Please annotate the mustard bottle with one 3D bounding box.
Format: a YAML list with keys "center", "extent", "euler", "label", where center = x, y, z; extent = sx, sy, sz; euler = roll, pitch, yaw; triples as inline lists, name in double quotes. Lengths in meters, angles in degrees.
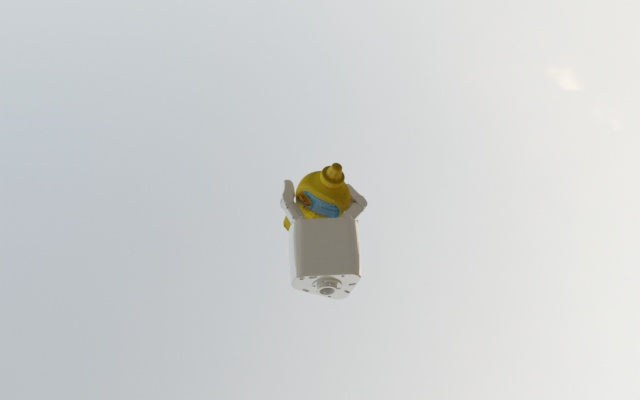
- center: [0.000, 0.003, 0.841]
  extent: [0.096, 0.058, 0.192]
  euler: [27, -41, 2]
  label: "mustard bottle"
